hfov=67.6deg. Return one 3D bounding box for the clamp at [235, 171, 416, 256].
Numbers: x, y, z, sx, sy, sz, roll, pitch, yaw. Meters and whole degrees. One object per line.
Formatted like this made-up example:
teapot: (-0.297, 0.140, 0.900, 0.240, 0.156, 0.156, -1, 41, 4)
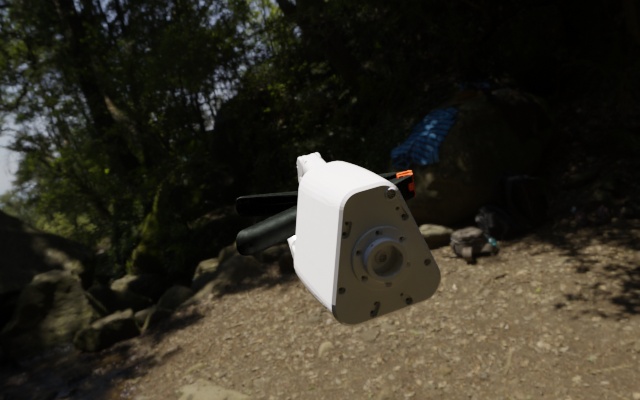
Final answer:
clamp: (0.001, 0.001, 0.531, 0.210, 0.036, 0.164, -15, 16, -14)
